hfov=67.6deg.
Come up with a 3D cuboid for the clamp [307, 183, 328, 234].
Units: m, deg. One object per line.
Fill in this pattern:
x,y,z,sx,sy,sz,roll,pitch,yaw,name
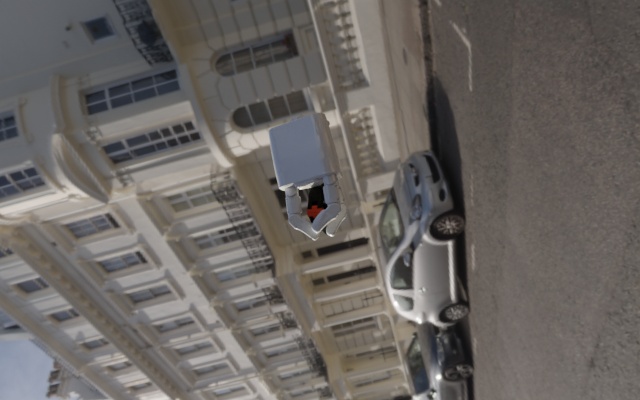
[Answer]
0.000,0.003,0.880,0.039,0.120,0.171,-13,-5,5,clamp
